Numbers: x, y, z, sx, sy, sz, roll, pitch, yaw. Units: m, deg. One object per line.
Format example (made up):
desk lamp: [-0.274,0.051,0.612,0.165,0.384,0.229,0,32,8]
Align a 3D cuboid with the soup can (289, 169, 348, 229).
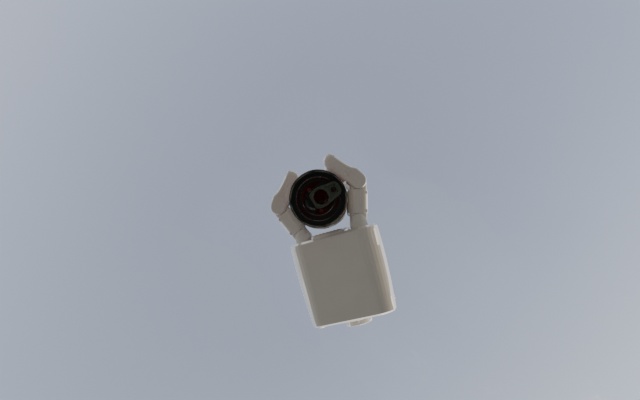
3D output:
soup can: [0.000,0.002,0.599,0.068,0.068,0.102,0,-5,3]
